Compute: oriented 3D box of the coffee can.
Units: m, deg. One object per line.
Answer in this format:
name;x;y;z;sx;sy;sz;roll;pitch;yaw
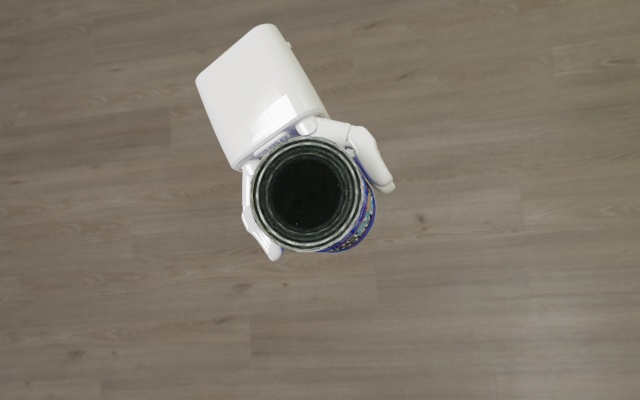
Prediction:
coffee can;0.000;0.002;0.480;0.103;0.103;0.140;0;-6;11
